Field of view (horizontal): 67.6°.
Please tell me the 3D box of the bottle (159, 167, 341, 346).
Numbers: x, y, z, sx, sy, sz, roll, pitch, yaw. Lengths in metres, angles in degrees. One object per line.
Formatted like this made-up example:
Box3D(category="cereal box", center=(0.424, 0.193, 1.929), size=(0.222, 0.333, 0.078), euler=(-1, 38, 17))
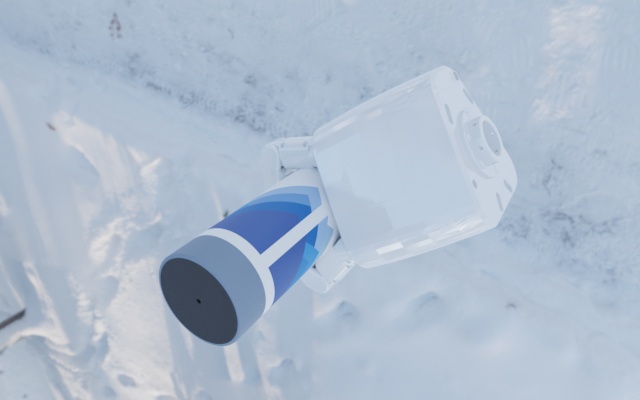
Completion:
Box3D(category="bottle", center=(0.000, 0.001, 0.400), size=(0.069, 0.069, 0.295), euler=(0, 24, 34))
